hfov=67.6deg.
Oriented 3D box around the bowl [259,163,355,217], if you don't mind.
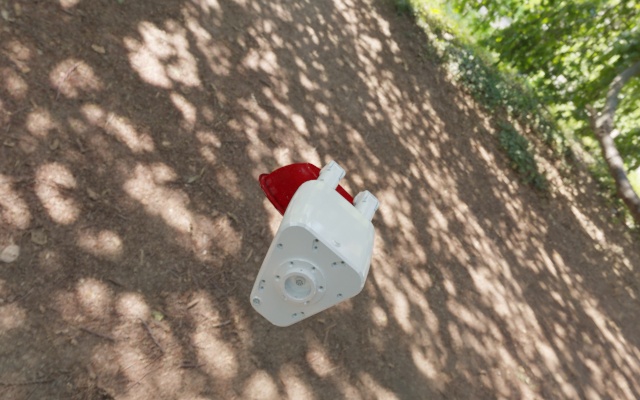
[{"bbox_3d":[0.000,0.001,0.611,0.162,0.055,0.162,40,11,-10],"label":"bowl"}]
